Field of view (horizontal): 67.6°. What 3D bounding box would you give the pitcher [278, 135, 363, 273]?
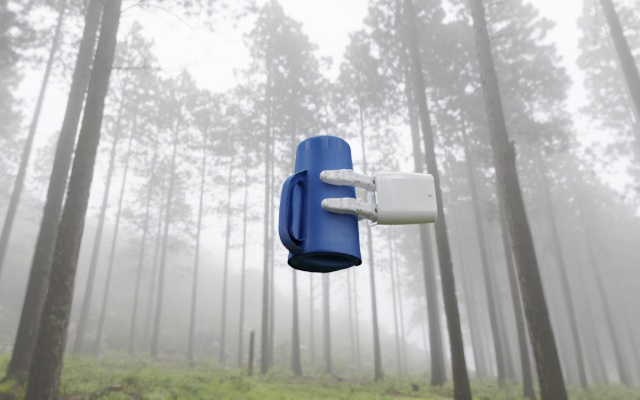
[{"bbox_3d":[0.000,0.003,0.876,0.145,0.242,0.149,0,-23,-1],"label":"pitcher"}]
